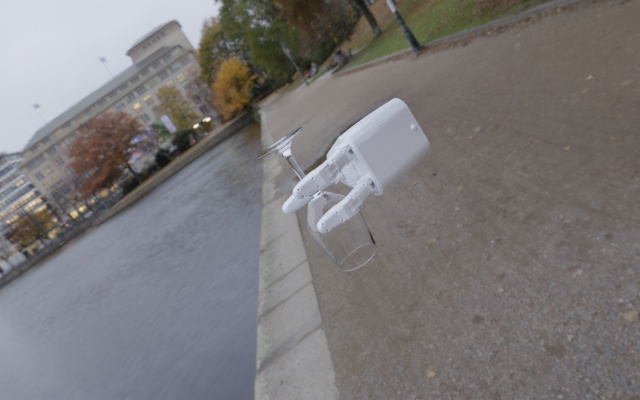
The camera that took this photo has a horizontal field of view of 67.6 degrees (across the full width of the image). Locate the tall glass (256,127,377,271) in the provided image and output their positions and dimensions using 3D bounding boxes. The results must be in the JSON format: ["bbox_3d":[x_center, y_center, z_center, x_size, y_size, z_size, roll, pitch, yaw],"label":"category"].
[{"bbox_3d":[0.000,0.002,0.660,0.079,0.201,0.079,-32,14,9],"label":"tall glass"}]
